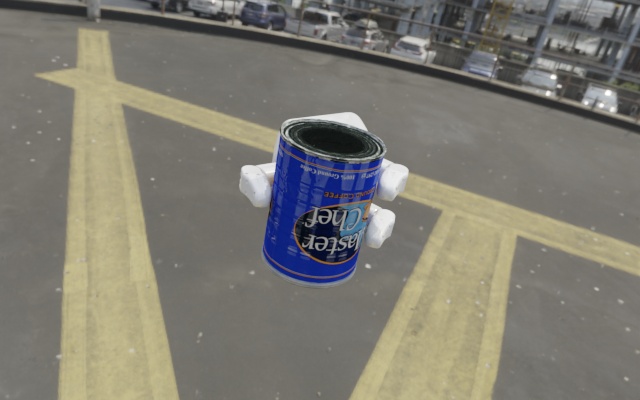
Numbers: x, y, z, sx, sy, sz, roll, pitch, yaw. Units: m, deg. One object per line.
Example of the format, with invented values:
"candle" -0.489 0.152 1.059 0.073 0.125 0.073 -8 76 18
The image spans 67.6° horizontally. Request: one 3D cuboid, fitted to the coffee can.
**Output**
"coffee can" 0.000 0.002 0.480 0.103 0.140 0.102 9 27 -5
